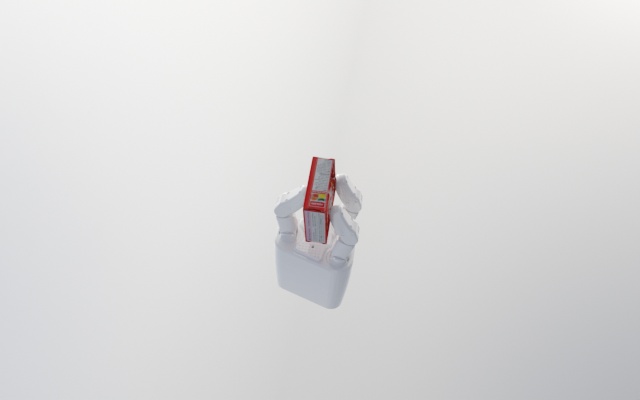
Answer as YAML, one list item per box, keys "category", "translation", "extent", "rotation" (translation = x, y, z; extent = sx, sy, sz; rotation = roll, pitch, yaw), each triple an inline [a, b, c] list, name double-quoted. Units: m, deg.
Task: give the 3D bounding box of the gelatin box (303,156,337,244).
- category: "gelatin box"
  translation: [0.000, 0.002, 0.577]
  extent: [0.030, 0.073, 0.089]
  rotation: [7, -29, 6]
